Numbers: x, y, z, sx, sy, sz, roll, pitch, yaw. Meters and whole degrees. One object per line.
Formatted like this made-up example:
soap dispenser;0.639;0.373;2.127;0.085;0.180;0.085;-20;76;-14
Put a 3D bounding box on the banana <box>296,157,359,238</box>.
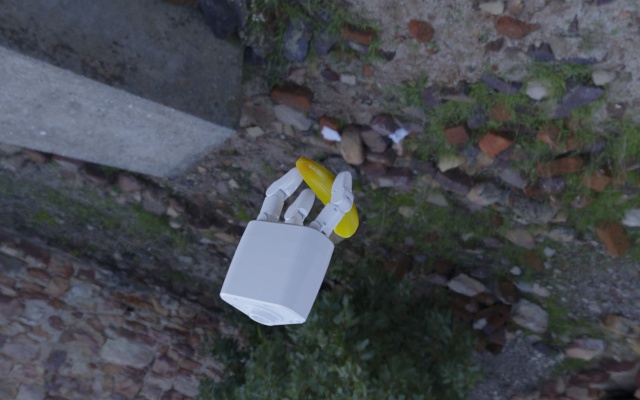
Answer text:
banana;0.018;0.008;0.686;0.069;0.037;0.198;12;-28;21
